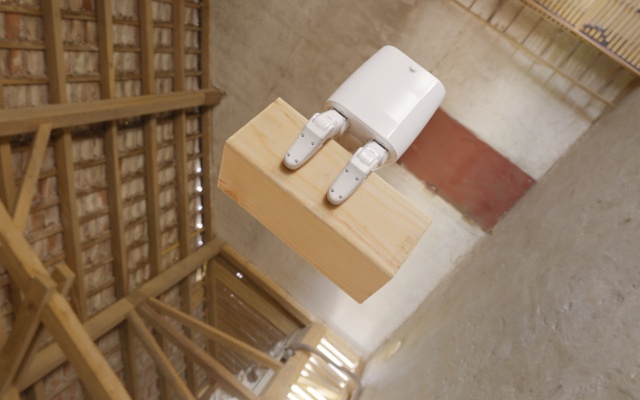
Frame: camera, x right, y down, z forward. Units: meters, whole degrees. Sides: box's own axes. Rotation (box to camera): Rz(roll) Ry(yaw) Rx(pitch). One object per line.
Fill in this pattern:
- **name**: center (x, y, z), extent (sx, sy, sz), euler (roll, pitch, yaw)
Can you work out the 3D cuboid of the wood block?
- **wood block**: center (0.000, 0.001, 0.510), extent (0.206, 0.090, 0.091), euler (39, -32, 6)
